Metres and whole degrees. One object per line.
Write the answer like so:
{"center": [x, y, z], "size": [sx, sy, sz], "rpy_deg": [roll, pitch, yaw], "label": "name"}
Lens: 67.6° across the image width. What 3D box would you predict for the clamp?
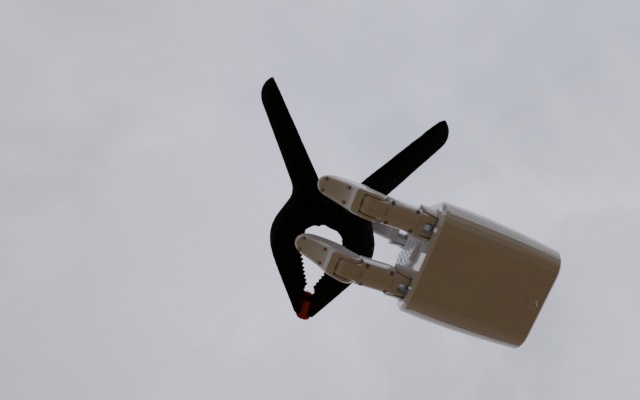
{"center": [0.000, 0.002, 0.427], "size": [0.164, 0.210, 0.036], "rpy_deg": [21, 10, 0], "label": "clamp"}
